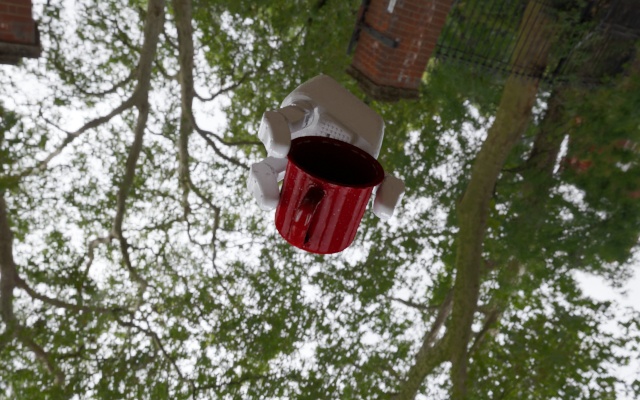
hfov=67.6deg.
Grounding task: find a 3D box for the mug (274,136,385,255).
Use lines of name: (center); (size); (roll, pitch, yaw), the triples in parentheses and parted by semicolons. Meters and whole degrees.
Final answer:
mug: (0.000, 0.002, 0.438); (0.093, 0.081, 0.117); (21, 30, 6)
